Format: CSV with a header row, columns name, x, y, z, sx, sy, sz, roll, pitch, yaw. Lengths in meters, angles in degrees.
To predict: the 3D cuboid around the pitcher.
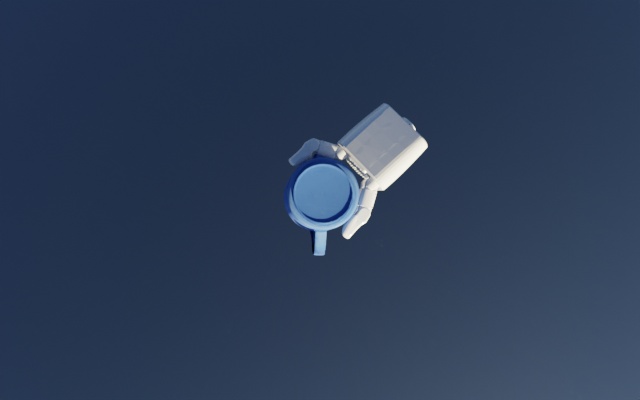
name,x,y,z,sx,sy,sz,roll,pitch,yaw
pitcher,0.000,0.002,0.814,0.145,0.149,0.243,-43,1,-2
